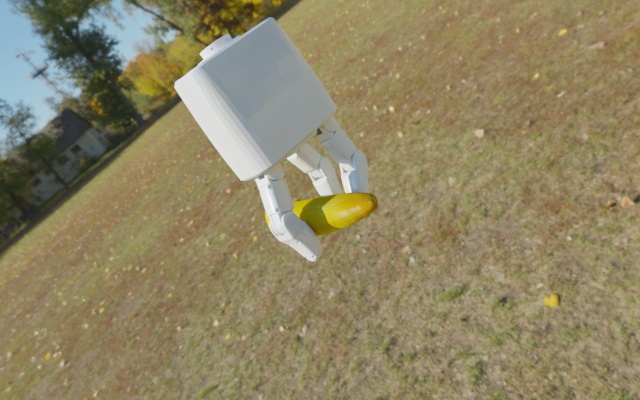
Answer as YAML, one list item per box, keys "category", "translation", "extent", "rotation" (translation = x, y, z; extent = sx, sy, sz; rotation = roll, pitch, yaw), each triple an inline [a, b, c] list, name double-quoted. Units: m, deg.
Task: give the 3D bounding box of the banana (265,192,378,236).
- category: "banana"
  translation: [-0.015, 0.012, 0.505]
  extent: [0.069, 0.037, 0.198]
  rotation: [-37, 15, -20]
